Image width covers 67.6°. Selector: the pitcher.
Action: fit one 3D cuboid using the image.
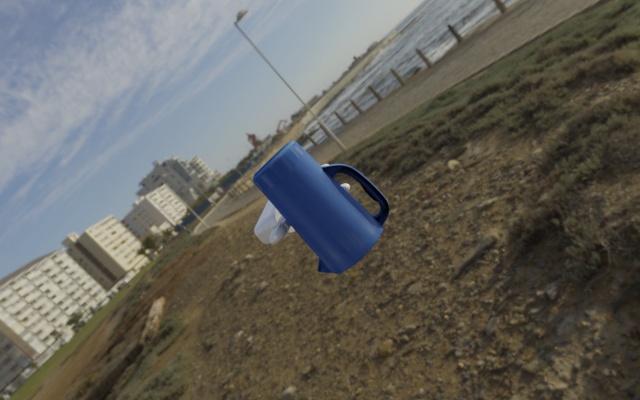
[{"bbox_3d":[0.000,0.003,0.890,0.149,0.243,0.145,-50,11,-36],"label":"pitcher"}]
